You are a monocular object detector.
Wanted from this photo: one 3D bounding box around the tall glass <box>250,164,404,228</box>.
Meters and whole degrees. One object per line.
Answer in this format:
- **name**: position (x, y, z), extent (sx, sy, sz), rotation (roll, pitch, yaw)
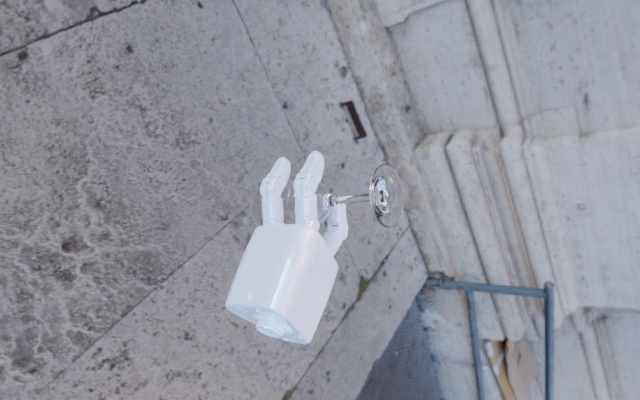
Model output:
- **tall glass**: position (0.001, 0.002, 0.613), extent (0.201, 0.079, 0.079), rotation (-5, -3, 38)
